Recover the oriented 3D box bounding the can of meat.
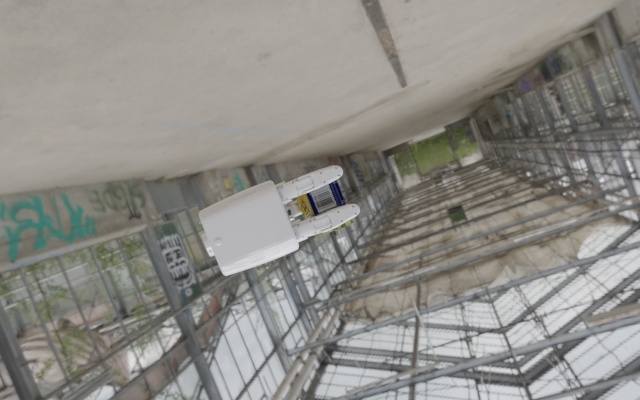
[{"bbox_3d":[0.000,0.002,0.674,0.057,0.084,0.102,-22,1,-12],"label":"can of meat"}]
